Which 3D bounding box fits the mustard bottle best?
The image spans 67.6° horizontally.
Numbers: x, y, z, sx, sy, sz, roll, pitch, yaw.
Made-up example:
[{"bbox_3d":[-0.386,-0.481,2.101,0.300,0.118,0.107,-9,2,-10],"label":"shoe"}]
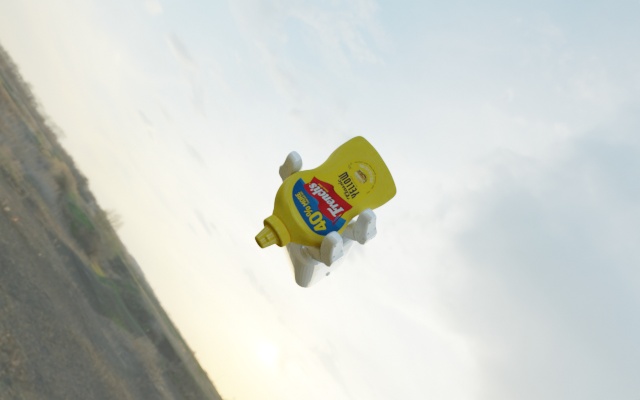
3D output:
[{"bbox_3d":[0.000,0.002,0.599,0.191,0.096,0.058,-33,4,-22],"label":"mustard bottle"}]
